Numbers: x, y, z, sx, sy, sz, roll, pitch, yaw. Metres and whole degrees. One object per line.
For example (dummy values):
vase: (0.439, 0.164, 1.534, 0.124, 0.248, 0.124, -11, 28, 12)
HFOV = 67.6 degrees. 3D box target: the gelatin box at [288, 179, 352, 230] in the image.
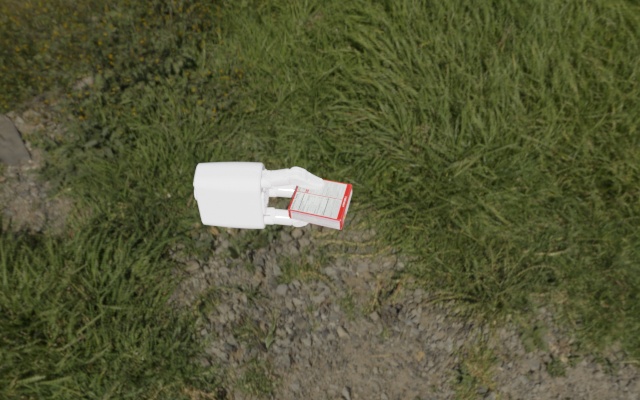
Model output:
gelatin box: (0.000, 0.002, 0.769, 0.089, 0.073, 0.030, 11, -35, 11)
